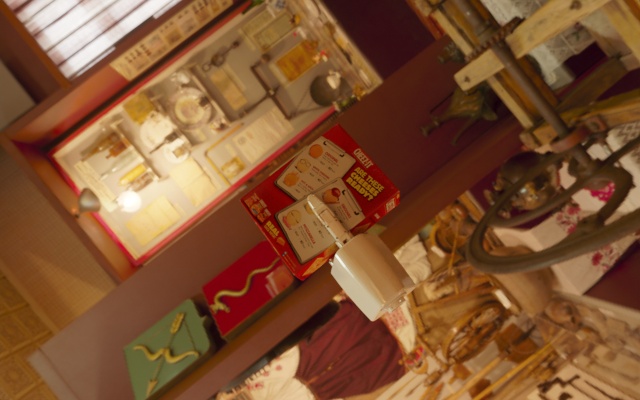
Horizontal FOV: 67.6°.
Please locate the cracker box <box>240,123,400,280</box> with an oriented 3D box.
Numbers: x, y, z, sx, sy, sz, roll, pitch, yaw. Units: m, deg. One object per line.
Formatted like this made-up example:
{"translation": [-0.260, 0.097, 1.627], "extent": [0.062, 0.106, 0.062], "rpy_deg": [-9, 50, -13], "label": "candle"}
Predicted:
{"translation": [0.000, 0.003, 0.800], "extent": [0.213, 0.164, 0.072], "rpy_deg": [-38, -20, -3], "label": "cracker box"}
